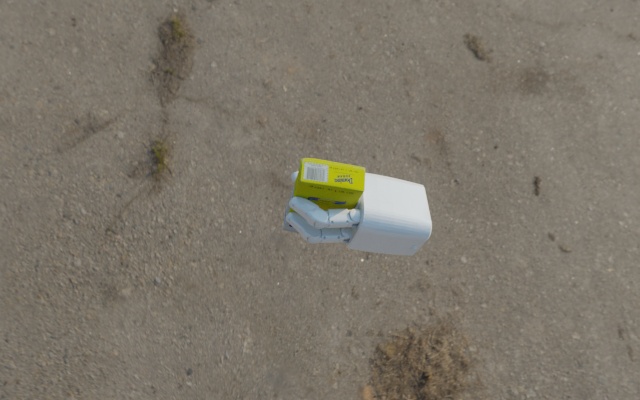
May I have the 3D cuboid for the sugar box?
[{"bbox_3d":[0.000,0.003,0.728,0.093,0.048,0.176,9,-30,-7],"label":"sugar box"}]
